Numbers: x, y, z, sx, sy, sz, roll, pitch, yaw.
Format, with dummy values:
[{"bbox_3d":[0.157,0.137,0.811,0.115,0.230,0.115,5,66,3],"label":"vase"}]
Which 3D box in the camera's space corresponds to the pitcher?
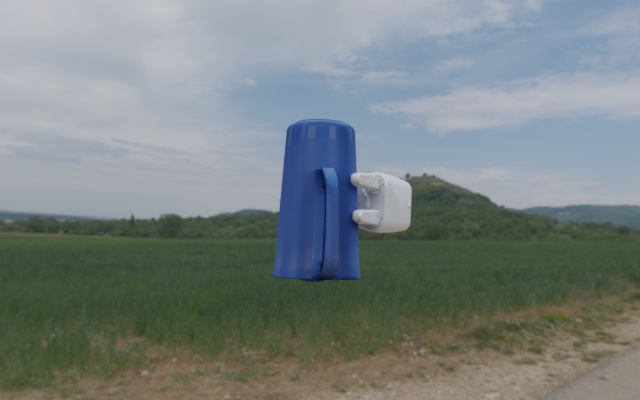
[{"bbox_3d":[0.000,0.002,0.729,0.149,0.243,0.145,-2,-6,35],"label":"pitcher"}]
